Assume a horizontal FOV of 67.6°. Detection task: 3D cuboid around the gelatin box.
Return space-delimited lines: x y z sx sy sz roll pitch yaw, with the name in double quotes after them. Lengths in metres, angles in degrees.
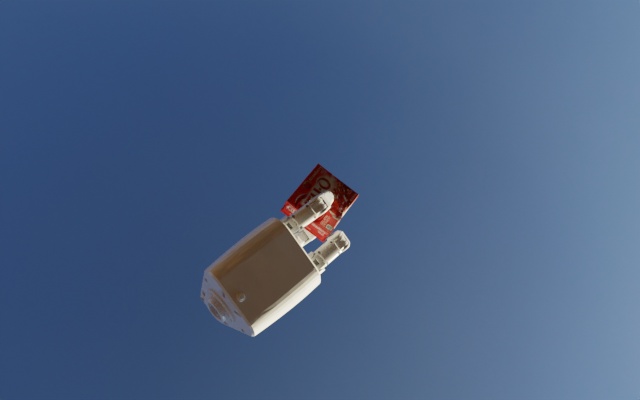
0.000 0.002 0.655 0.089 0.073 0.030 -51 -2 -39 "gelatin box"
